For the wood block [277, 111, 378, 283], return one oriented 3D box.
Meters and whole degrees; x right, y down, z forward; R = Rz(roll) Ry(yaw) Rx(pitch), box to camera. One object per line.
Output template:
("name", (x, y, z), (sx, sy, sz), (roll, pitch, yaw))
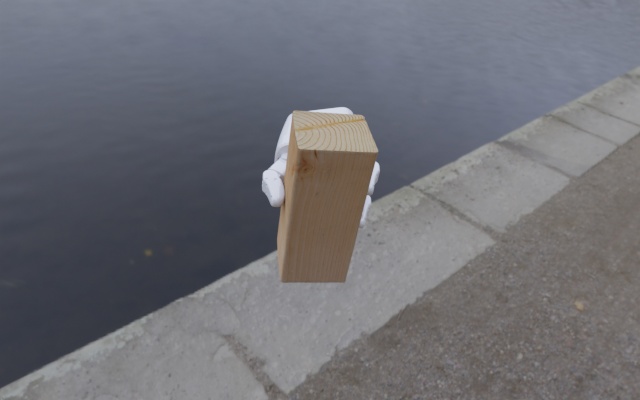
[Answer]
("wood block", (0.000, 0.002, 0.604), (0.091, 0.206, 0.090), (2, 37, -10))
